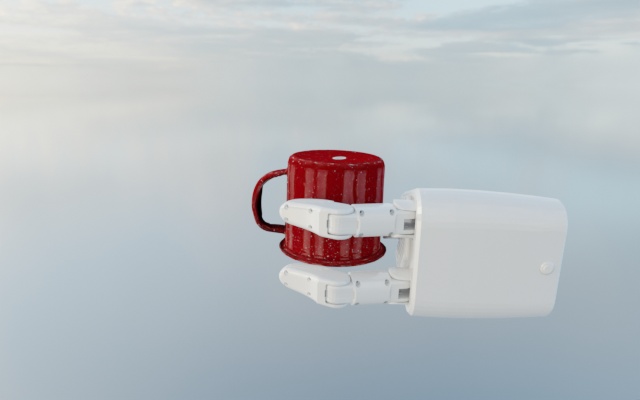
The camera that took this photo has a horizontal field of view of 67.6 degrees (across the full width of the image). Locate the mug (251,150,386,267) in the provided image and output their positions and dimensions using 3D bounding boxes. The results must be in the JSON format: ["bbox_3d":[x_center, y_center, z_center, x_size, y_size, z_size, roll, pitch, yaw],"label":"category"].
[{"bbox_3d":[-0.001,0.001,0.407,0.117,0.081,0.093,2,14,1],"label":"mug"}]
